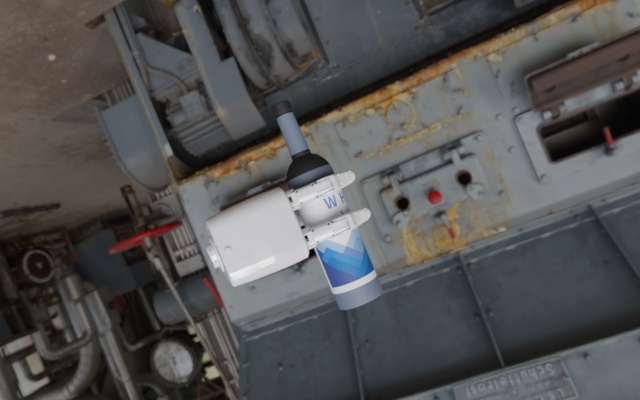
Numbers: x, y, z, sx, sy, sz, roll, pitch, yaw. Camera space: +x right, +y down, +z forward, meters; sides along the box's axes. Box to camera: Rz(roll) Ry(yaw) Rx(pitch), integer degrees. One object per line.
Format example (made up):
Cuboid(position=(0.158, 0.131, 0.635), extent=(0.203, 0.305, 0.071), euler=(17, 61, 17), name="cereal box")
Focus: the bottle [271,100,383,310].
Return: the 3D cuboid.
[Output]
Cuboid(position=(0.000, 0.002, 0.664), extent=(0.069, 0.295, 0.069), euler=(-23, 0, 0), name="bottle")
